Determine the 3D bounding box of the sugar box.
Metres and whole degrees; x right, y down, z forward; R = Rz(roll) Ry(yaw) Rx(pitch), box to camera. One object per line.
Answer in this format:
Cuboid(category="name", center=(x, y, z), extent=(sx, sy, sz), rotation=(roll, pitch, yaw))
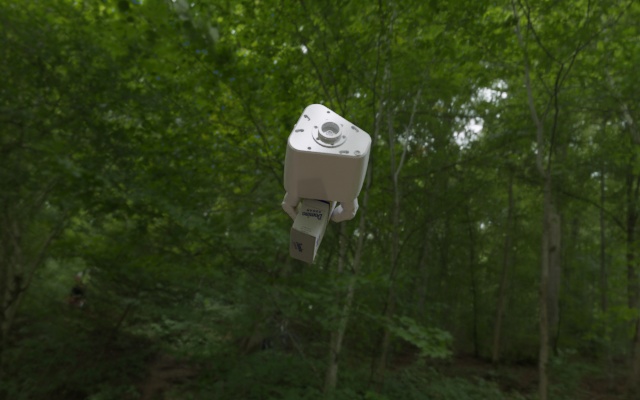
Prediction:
Cuboid(category="sugar box", center=(0.000, 0.002, 0.761), extent=(0.048, 0.176, 0.093), rotation=(20, -32, 8))
